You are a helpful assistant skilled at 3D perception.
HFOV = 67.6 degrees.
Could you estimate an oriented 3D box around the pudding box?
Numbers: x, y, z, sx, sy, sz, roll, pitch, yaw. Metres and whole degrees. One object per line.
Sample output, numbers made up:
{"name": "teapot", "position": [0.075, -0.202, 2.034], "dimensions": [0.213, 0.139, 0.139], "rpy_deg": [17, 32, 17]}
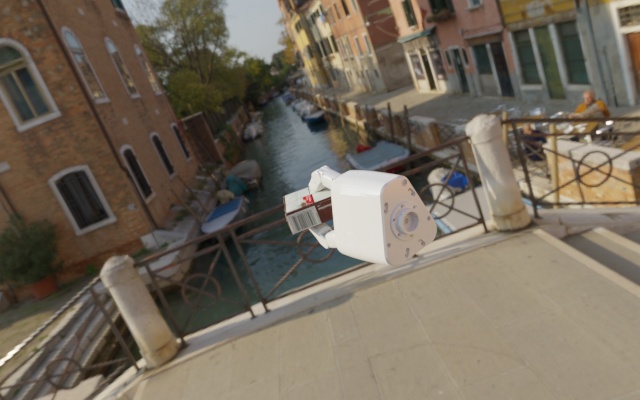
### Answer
{"name": "pudding box", "position": [0.000, 0.002, 0.740], "dimensions": [0.113, 0.039, 0.090], "rpy_deg": [-20, 19, 0]}
